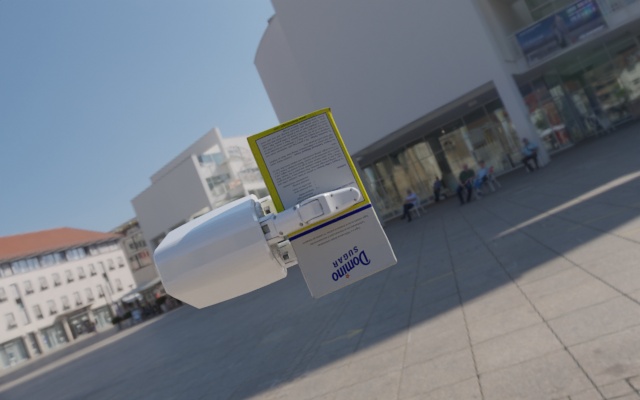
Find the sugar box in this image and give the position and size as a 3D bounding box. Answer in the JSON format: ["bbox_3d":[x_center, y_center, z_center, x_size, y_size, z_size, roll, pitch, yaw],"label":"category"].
[{"bbox_3d":[0.000,0.002,0.495,0.093,0.176,0.048,-22,-4,-5],"label":"sugar box"}]
